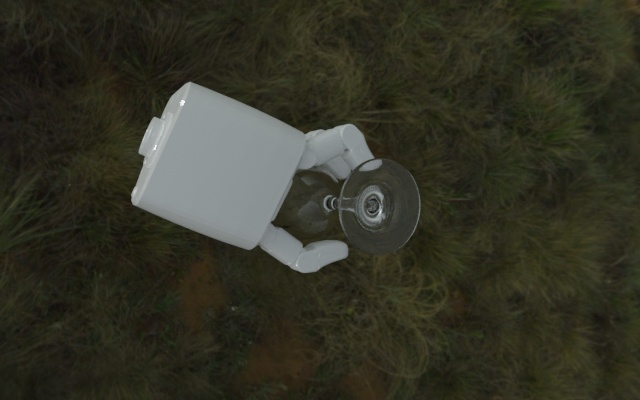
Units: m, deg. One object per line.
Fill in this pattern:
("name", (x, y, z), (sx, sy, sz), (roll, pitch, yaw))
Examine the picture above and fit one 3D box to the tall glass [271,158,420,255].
("tall glass", (0.000, 0.002, 0.449), (0.079, 0.079, 0.201), (0, 2, -27))
